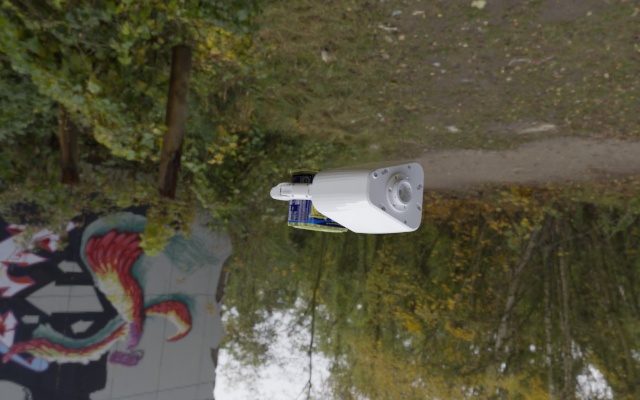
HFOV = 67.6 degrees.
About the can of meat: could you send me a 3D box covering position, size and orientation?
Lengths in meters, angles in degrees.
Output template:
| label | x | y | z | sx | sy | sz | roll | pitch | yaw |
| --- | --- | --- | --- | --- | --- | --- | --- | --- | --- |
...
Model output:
| label | x | y | z | sx | sy | sz | roll | pitch | yaw |
| --- | --- | --- | --- | --- | --- | --- | --- | --- | --- |
| can of meat | 0.000 | 0.003 | 0.723 | 0.102 | 0.084 | 0.057 | 10 | -8 | -42 |
